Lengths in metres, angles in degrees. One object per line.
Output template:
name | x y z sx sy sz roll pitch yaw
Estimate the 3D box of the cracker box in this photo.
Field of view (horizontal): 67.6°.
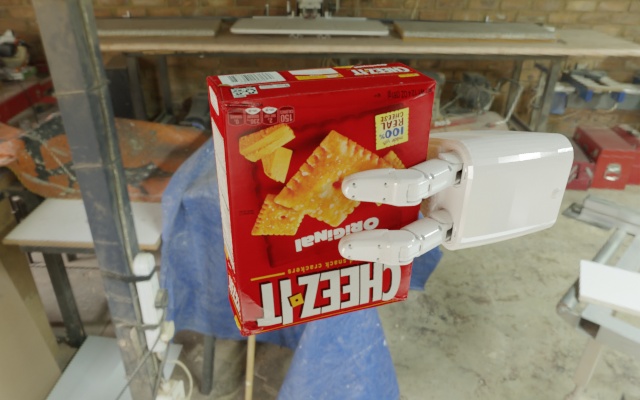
cracker box | 0.000 0.001 0.405 0.164 0.214 0.072 -8 30 -16
